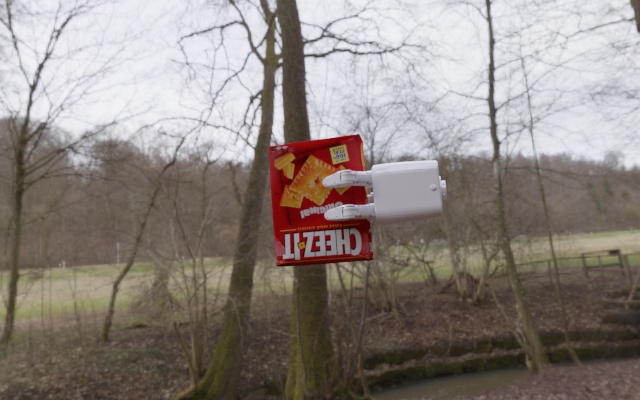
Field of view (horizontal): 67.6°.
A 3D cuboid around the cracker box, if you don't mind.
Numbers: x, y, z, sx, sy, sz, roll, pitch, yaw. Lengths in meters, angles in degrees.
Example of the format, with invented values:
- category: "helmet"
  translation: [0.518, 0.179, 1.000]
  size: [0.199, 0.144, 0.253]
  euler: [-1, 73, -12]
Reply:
- category: "cracker box"
  translation: [0.000, 0.003, 0.827]
  size: [0.164, 0.213, 0.072]
  euler: [-6, -8, 11]
